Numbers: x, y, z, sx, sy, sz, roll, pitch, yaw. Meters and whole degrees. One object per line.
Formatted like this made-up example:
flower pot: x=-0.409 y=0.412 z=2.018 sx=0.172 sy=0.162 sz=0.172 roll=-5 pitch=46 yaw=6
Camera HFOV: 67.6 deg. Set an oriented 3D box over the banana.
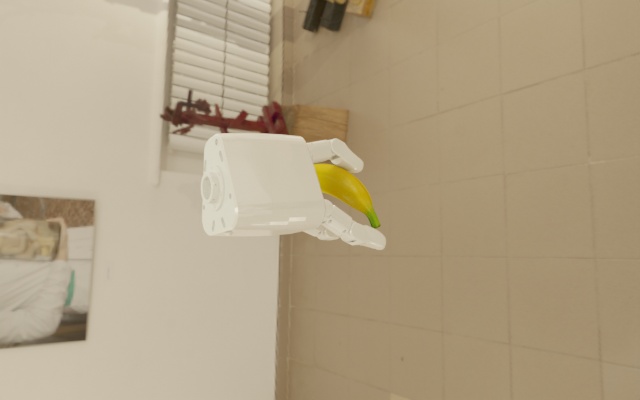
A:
banana: x=0.002 y=-0.015 z=0.633 sx=0.037 sy=0.070 sz=0.197 roll=-8 pitch=16 yaw=-35
